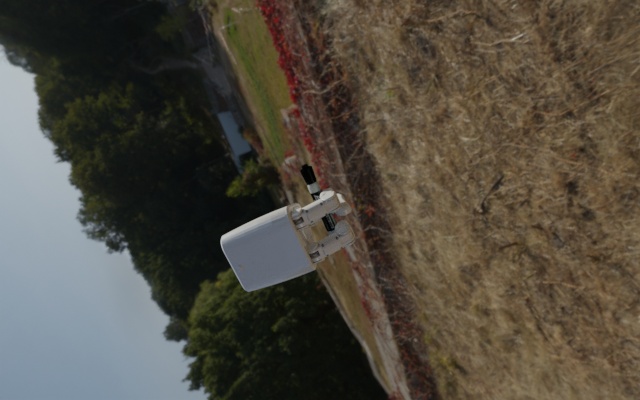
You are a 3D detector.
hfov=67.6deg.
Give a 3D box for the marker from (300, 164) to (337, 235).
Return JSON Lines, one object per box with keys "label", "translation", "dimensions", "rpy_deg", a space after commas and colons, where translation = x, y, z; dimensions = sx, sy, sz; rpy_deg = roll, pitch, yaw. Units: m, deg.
{"label": "marker", "translation": [0.000, 0.002, 0.700], "dimensions": [0.020, 0.121, 0.020], "rpy_deg": [-22, 17, 7]}
